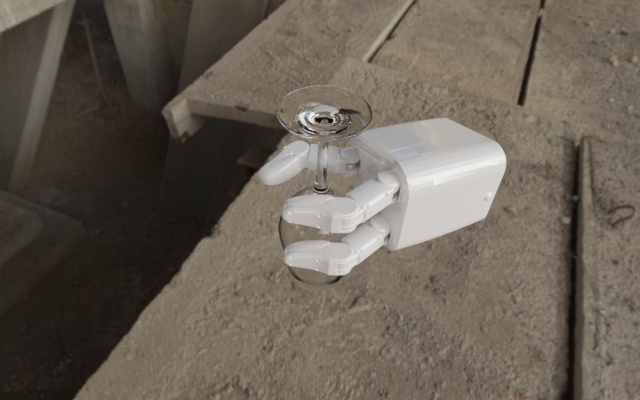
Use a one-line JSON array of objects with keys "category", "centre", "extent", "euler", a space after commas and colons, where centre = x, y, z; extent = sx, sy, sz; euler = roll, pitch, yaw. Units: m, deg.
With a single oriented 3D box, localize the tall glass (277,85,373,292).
[{"category": "tall glass", "centre": [0.000, 0.001, 0.438], "extent": [0.079, 0.201, 0.079], "euler": [2, 45, -2]}]
